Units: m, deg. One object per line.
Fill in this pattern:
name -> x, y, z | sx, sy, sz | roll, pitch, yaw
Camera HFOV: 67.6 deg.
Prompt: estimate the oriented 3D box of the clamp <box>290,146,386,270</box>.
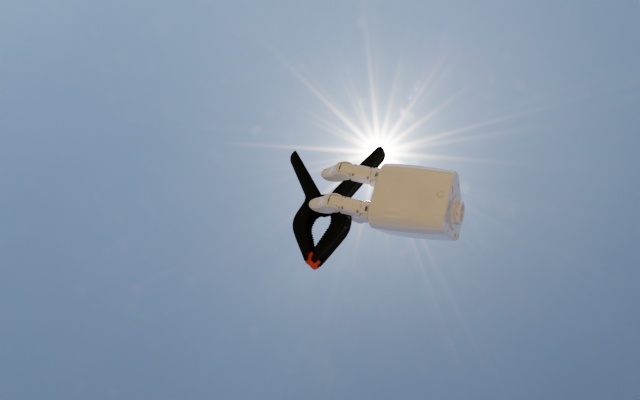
clamp -> 0.000, 0.003, 0.743 | 0.164, 0.210, 0.036 | 6, -25, 30
